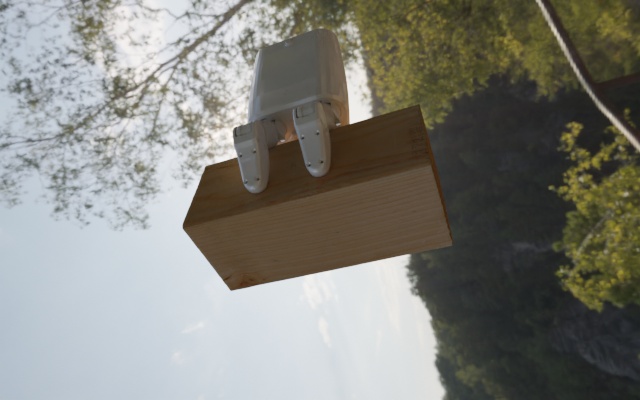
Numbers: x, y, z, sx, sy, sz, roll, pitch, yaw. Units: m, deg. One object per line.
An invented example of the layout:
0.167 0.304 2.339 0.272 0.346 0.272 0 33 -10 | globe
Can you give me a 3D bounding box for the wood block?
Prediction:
0.000 0.001 0.423 0.206 0.091 0.090 -14 39 16 | wood block
